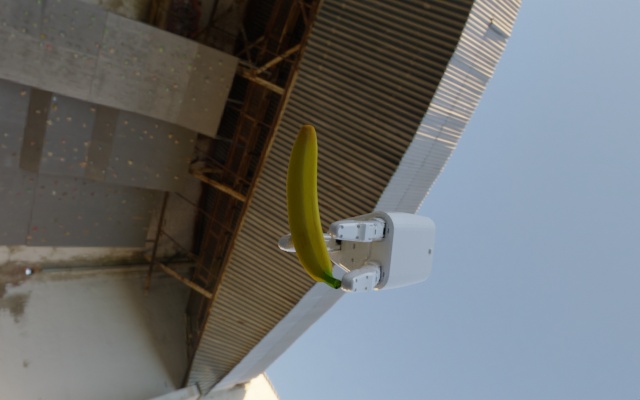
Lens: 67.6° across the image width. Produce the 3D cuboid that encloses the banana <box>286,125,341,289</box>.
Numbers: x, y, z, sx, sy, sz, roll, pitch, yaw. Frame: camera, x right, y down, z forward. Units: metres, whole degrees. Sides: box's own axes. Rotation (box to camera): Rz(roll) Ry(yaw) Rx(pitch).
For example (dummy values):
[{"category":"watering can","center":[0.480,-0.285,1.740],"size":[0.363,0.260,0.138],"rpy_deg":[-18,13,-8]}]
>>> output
[{"category":"banana","center":[-0.012,0.011,0.564],"size":[0.037,0.197,0.070],"rpy_deg":[4,-22,-43]}]
